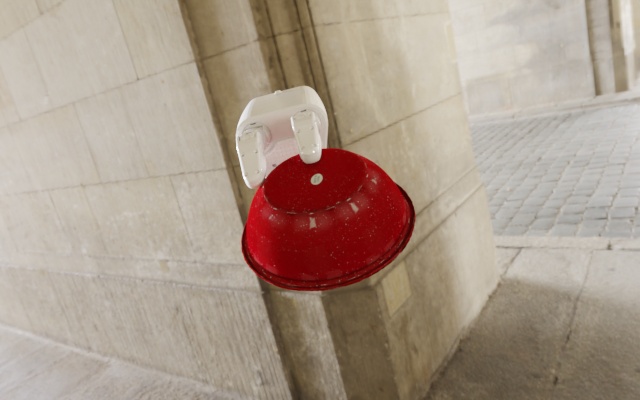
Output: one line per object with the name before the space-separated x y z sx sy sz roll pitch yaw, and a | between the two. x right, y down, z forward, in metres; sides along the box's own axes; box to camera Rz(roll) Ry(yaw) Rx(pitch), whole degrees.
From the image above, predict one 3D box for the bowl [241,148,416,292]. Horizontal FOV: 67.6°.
bowl | 0.000 0.002 0.421 0.162 0.055 0.162 -9 38 7
